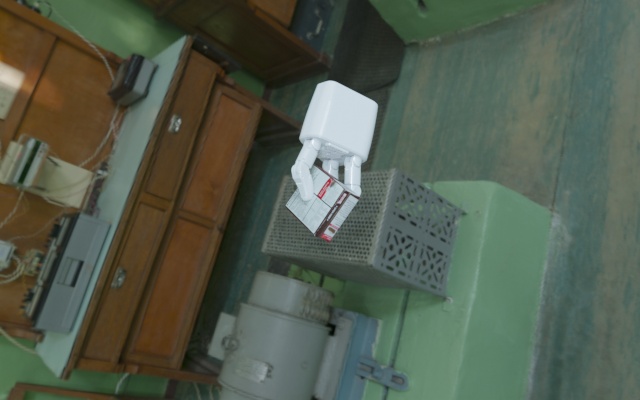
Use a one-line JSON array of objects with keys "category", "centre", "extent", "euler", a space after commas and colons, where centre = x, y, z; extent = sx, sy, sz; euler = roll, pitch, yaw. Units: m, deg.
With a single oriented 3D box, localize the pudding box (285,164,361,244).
[{"category": "pudding box", "centre": [0.000, 0.002, 0.773], "extent": [0.039, 0.090, 0.113], "euler": [29, 8, -37]}]
